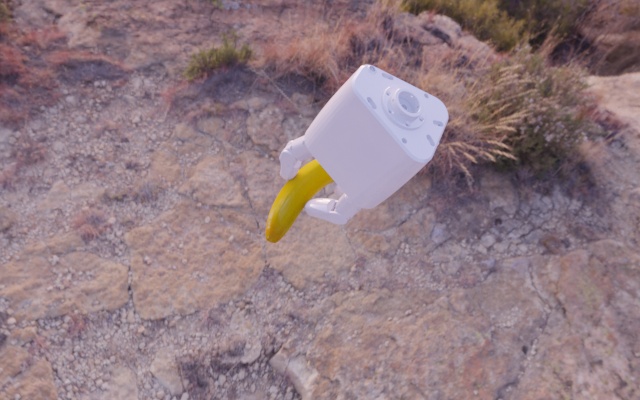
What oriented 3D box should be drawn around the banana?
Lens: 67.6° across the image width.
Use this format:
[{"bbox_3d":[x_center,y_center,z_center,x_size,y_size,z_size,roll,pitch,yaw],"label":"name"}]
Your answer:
[{"bbox_3d":[-0.005,-0.016,0.627,0.197,0.069,0.037,-30,9,-39],"label":"banana"}]
